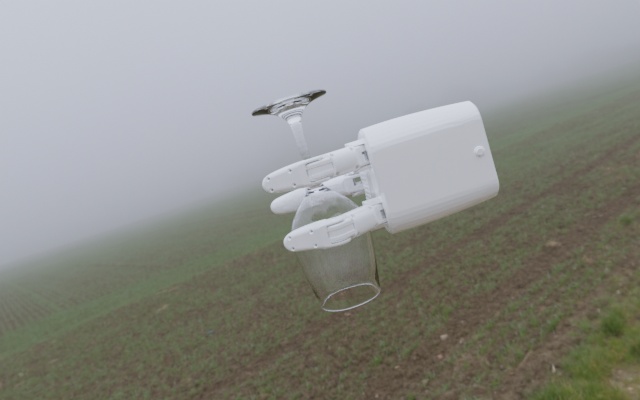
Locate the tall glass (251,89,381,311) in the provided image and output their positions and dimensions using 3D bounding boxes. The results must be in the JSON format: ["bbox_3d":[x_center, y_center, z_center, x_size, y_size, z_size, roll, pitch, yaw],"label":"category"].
[{"bbox_3d":[0.000,0.001,0.460,0.079,0.201,0.079,-17,5,2],"label":"tall glass"}]
